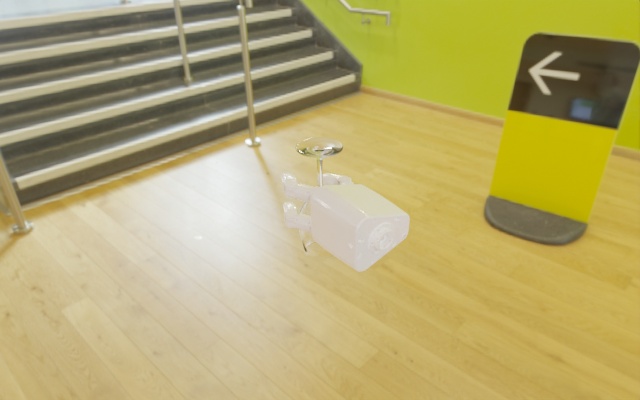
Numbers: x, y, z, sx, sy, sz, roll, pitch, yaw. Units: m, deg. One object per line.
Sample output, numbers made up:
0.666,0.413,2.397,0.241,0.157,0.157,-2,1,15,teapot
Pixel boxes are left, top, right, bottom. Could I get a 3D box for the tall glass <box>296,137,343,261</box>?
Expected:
0.000,0.002,0.793,0.079,0.201,0.079,-1,30,0,tall glass
